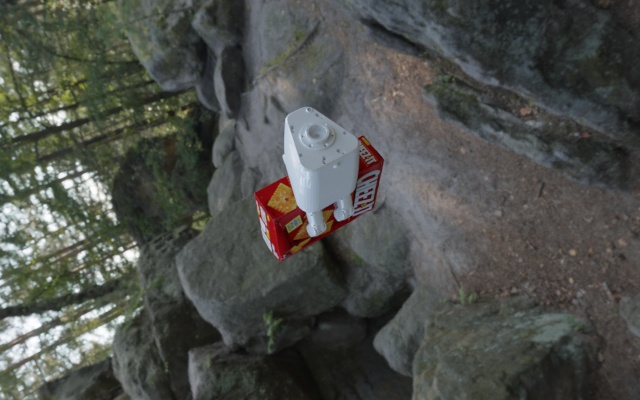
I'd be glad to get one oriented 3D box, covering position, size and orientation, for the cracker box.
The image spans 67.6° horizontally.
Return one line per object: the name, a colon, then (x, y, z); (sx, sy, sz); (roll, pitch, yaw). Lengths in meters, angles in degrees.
cracker box: (0.000, 0.003, 0.827); (0.213, 0.072, 0.164); (-28, -26, -17)
